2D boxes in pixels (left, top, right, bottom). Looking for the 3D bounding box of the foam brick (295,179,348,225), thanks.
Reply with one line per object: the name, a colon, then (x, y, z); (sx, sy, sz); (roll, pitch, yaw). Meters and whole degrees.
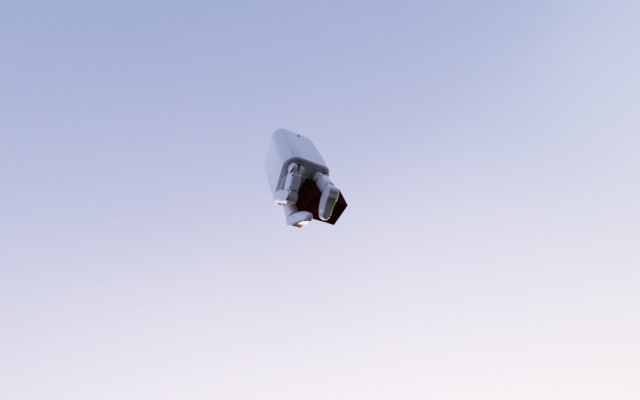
foam brick: (0.000, 0.003, 0.875); (0.078, 0.053, 0.051); (17, 31, -34)
